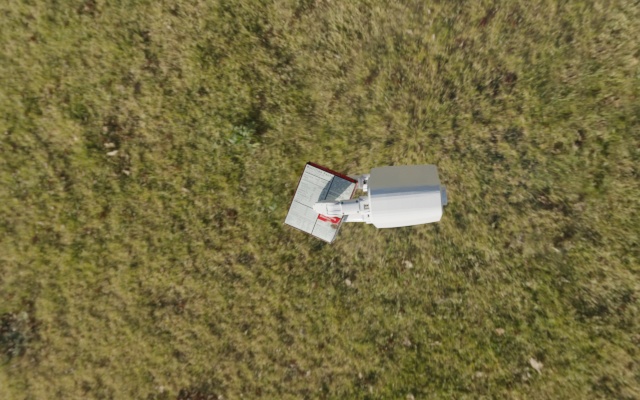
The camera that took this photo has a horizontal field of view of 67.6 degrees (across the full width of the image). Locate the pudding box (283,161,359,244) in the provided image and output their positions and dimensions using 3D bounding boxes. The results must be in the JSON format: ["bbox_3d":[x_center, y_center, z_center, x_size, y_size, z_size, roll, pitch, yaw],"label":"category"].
[{"bbox_3d":[0.000,0.003,0.783,0.090,0.113,0.039,23,11,6],"label":"pudding box"}]
